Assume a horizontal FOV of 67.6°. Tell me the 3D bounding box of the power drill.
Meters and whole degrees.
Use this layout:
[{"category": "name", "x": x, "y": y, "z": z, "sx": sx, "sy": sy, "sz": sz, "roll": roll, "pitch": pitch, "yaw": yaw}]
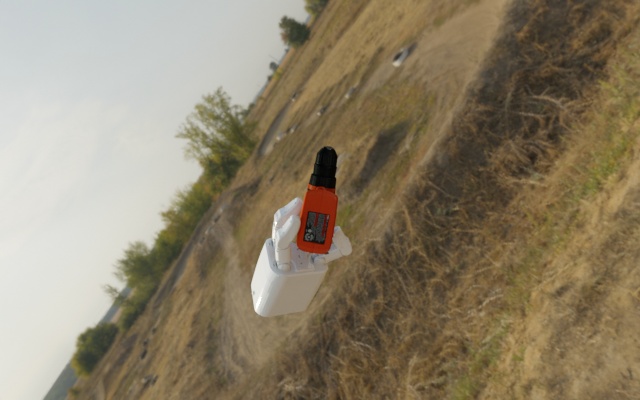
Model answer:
[{"category": "power drill", "x": 0.000, "y": 0.003, "z": 0.830, "sx": 0.057, "sy": 0.184, "sz": 0.187, "roll": 8, "pitch": 11, "yaw": 1}]
